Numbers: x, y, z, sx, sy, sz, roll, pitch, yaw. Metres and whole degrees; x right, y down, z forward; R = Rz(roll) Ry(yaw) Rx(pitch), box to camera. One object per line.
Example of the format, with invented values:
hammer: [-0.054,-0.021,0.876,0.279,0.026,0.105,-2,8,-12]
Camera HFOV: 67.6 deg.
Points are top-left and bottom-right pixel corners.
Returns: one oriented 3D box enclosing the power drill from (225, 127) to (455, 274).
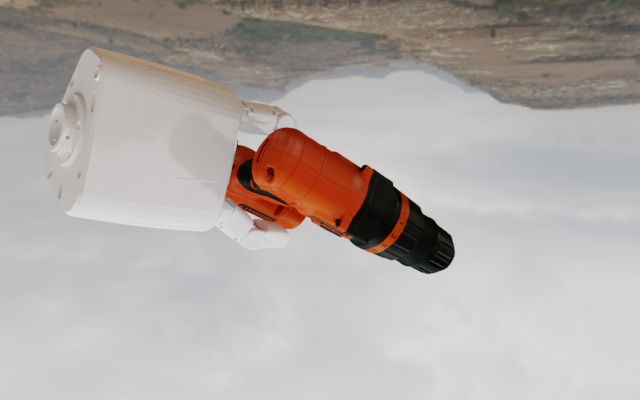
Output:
power drill: [0.000,0.001,0.407,0.184,0.057,0.187,32,-13,-29]
